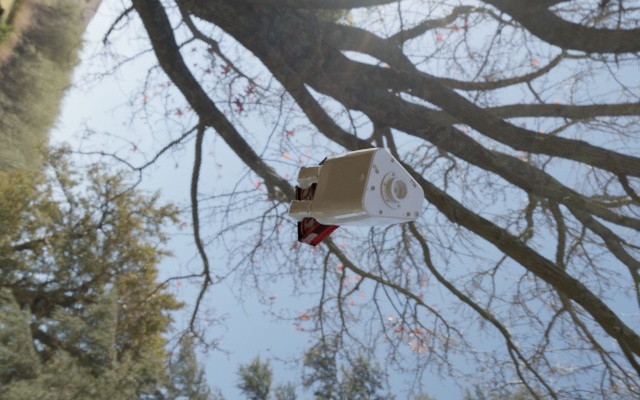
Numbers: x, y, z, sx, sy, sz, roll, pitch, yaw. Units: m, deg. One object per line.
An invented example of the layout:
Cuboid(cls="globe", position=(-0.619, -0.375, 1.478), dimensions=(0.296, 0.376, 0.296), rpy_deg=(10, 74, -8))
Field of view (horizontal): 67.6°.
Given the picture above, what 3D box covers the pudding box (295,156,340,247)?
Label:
Cuboid(cls="pudding box", position=(0.000, 0.002, 0.747), dimensions=(0.039, 0.113, 0.090), rpy_deg=(24, -46, -29))
